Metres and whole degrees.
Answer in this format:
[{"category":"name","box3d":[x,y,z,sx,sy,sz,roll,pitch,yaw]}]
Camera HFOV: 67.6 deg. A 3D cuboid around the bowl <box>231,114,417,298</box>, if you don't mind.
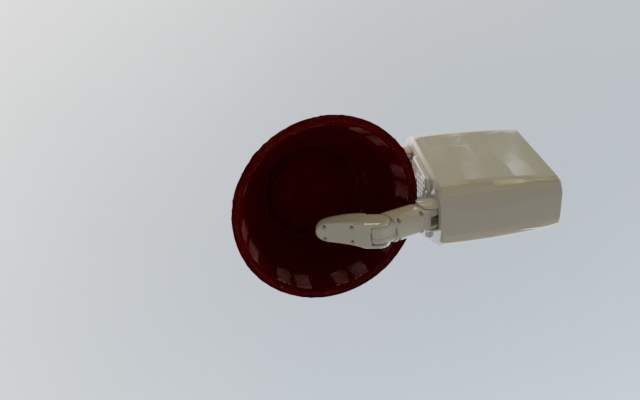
[{"category":"bowl","box3d":[-0.001,0.001,0.417,0.162,0.162,0.055,0,20,-19]}]
